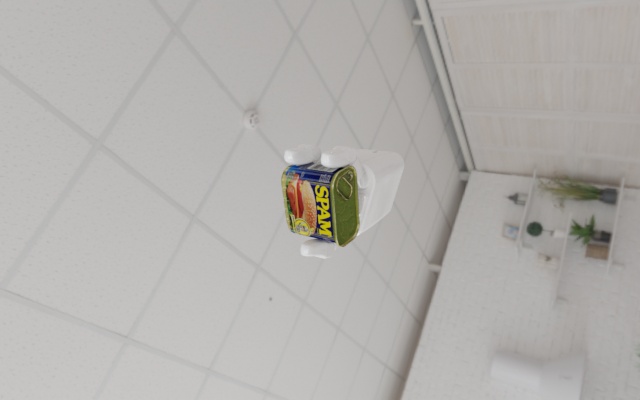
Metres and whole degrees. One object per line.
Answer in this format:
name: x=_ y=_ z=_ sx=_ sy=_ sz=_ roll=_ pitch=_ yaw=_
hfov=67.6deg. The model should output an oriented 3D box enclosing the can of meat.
can of meat: x=0.000 y=0.002 z=0.626 sx=0.084 sy=0.102 sz=0.057 roll=10 pitch=27 yaw=33
